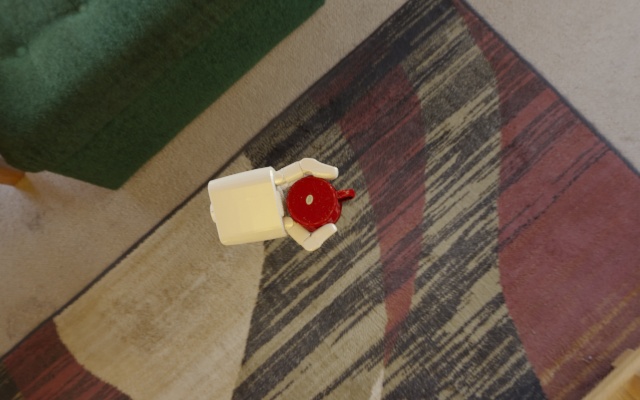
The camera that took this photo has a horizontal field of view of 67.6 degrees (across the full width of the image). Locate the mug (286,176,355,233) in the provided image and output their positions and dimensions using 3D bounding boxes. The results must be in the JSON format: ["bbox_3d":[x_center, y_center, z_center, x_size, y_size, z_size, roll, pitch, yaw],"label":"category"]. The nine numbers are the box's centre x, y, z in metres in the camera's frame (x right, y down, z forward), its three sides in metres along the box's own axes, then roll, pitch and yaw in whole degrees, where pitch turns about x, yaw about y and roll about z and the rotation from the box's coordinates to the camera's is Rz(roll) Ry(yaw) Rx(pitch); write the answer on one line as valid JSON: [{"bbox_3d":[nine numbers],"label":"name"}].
[{"bbox_3d":[0.002,0.002,0.790,0.117,0.093,0.081,-12,-8,3],"label":"mug"}]
